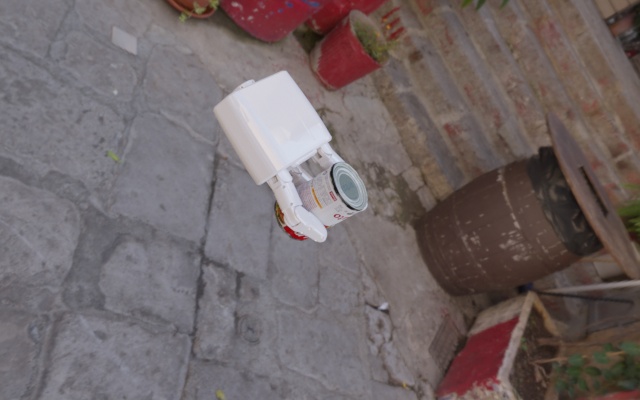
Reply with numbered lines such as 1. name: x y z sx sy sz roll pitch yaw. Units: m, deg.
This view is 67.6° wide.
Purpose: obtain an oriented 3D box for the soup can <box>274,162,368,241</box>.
1. soup can: 0.001 0.002 0.605 0.102 0.068 0.068 -29 -17 34
